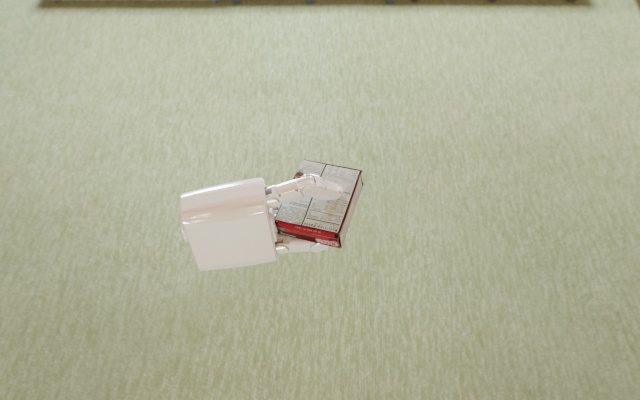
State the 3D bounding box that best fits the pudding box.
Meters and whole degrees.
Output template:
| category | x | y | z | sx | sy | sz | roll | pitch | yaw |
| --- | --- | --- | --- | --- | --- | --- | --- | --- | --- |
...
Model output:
| category | x | y | z | sx | sy | sz | roll | pitch | yaw |
| --- | --- | --- | --- | --- | --- | --- | --- | --- | --- |
| pudding box | 0.000 | 0.002 | 0.638 | 0.090 | 0.113 | 0.039 | 12 | -33 | 14 |
